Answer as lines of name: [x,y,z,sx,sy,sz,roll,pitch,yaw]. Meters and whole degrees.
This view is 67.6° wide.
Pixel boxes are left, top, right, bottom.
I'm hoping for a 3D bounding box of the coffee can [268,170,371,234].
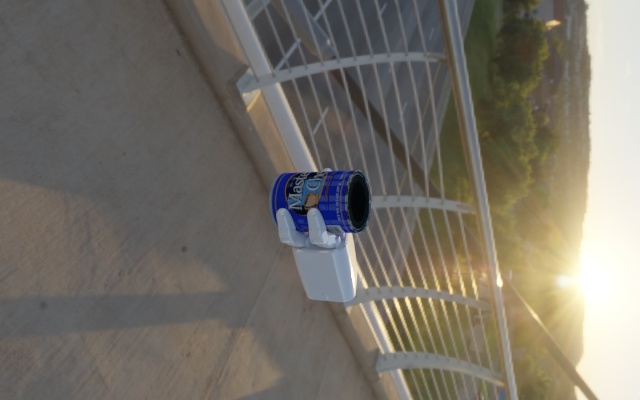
coffee can: [0.000,0.002,0.787,0.140,0.103,0.103,-1,0,27]
